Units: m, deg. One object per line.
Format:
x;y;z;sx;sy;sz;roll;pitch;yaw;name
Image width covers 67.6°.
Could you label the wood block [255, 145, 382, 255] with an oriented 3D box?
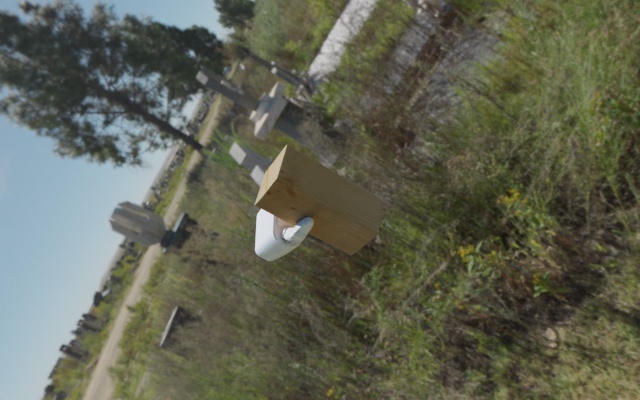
0.000;0.003;0.859;0.206;0.090;0.090;28;-45;-17;wood block
